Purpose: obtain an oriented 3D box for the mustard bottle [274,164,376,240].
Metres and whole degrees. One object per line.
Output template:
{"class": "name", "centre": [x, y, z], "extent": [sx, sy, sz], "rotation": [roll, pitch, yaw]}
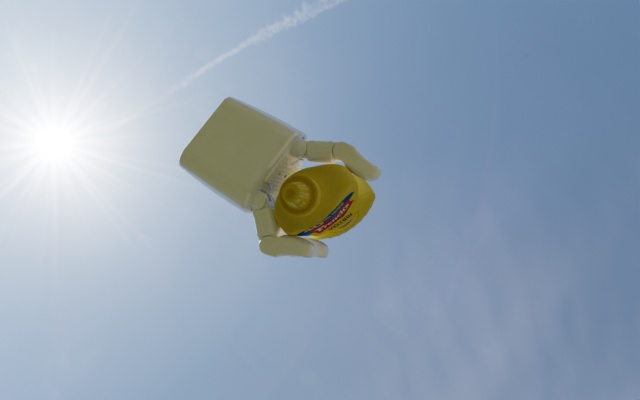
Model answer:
{"class": "mustard bottle", "centre": [0.000, 0.002, 0.531], "extent": [0.096, 0.058, 0.191], "rotation": [-36, -15, 11]}
